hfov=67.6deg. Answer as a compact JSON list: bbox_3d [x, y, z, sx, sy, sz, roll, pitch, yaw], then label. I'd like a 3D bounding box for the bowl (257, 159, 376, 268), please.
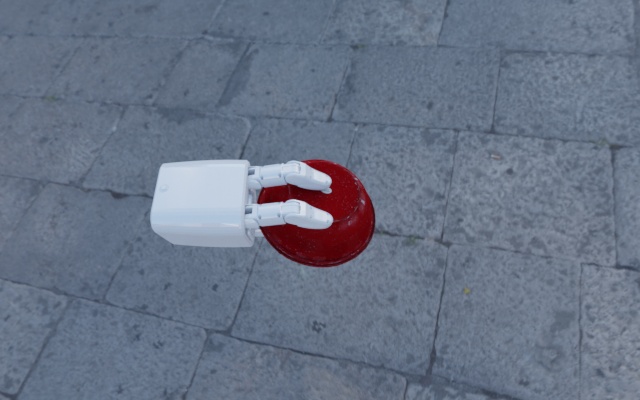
[{"bbox_3d":[0.001,0.002,0.615,0.162,0.162,0.055,0,-32,-13],"label":"bowl"}]
